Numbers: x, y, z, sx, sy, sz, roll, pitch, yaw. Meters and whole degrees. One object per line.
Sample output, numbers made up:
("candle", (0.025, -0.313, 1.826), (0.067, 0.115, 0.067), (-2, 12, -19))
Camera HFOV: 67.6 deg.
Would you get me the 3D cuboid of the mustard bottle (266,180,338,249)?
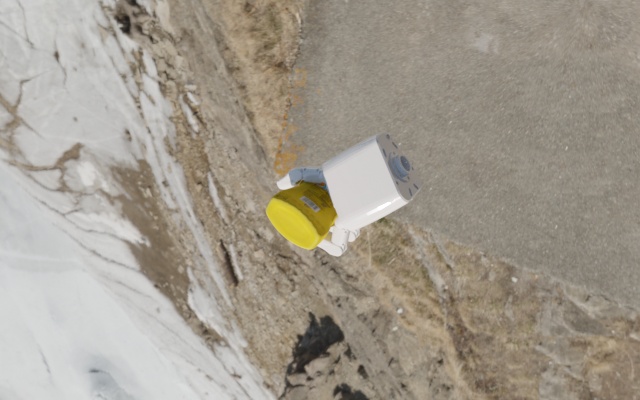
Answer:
("mustard bottle", (0.000, 0.003, 0.771), (0.096, 0.058, 0.191), (39, 33, 10))
